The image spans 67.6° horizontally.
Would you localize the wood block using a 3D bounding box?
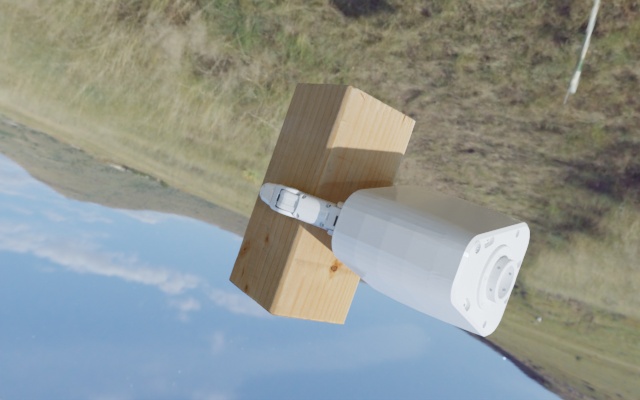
[{"bbox_3d":[0.000,0.002,0.462,0.091,0.206,0.090,19,1,-38],"label":"wood block"}]
